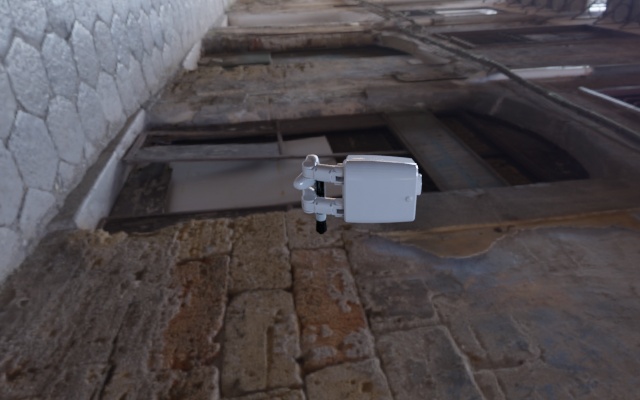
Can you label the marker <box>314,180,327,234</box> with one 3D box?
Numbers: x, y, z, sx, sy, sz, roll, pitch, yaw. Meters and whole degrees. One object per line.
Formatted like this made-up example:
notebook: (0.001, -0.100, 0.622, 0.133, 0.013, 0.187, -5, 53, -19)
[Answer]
marker: (0.000, 0.003, 0.778, 0.020, 0.121, 0.020, -1, 29, 1)
